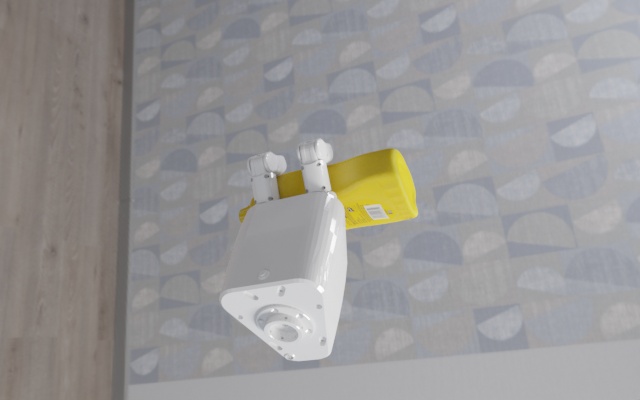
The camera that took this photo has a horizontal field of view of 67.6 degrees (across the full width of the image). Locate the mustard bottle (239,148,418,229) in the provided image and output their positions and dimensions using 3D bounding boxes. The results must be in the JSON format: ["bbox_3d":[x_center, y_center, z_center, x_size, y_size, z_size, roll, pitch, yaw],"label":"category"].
[{"bbox_3d":[0.000,0.001,0.508,0.191,0.058,0.096,-12,-30,19],"label":"mustard bottle"}]
